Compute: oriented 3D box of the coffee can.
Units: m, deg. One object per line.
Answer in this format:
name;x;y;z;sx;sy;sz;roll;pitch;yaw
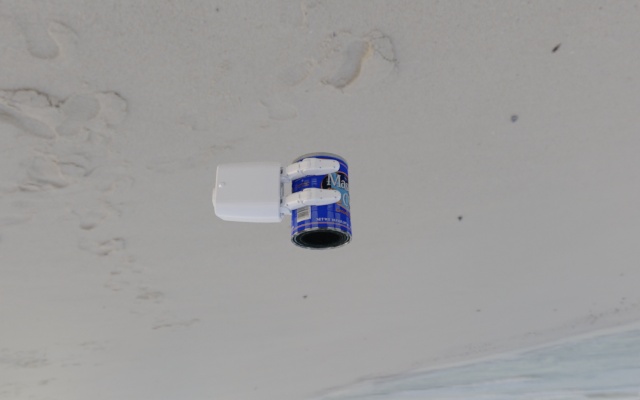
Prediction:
coffee can;0.000;0.003;0.823;0.103;0.140;0.103;-1;-25;-1
